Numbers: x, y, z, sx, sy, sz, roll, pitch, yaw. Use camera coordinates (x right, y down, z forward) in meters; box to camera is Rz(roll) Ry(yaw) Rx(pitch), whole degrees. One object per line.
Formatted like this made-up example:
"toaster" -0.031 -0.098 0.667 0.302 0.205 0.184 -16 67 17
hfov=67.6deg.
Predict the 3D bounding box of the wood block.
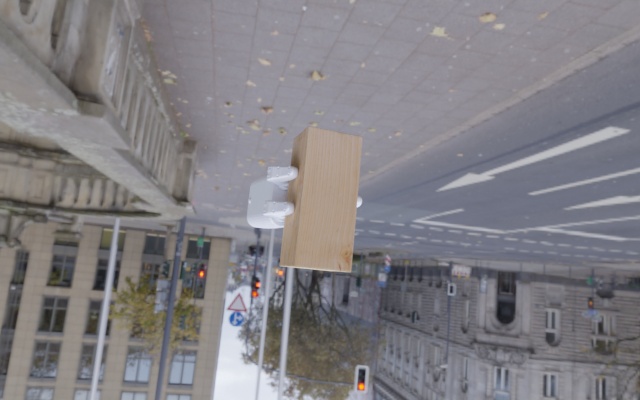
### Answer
"wood block" 0.000 0.003 0.737 0.091 0.206 0.090 8 -9 -18
